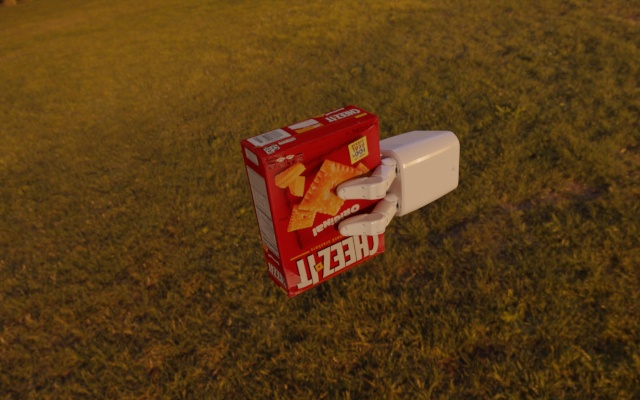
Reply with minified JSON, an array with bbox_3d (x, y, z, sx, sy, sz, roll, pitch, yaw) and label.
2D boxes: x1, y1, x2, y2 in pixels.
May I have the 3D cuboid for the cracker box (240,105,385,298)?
[{"bbox_3d":[0.000,0.002,0.630,0.164,0.214,0.072,-22,34,-23],"label":"cracker box"}]
